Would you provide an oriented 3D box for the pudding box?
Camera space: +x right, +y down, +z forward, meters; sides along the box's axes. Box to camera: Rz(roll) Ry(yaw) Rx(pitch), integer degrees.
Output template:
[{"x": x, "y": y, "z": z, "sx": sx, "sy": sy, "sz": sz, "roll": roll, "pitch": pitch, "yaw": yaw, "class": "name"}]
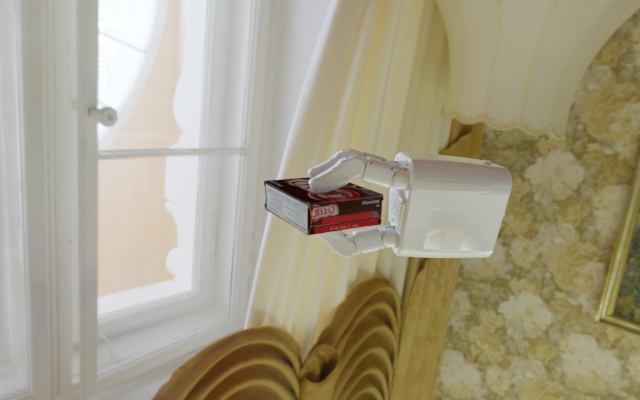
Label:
[{"x": 0.000, "y": 0.002, "z": 0.523, "sx": 0.090, "sy": 0.039, "sz": 0.113, "roll": -5, "pitch": 14, "yaw": -29, "class": "pudding box"}]
